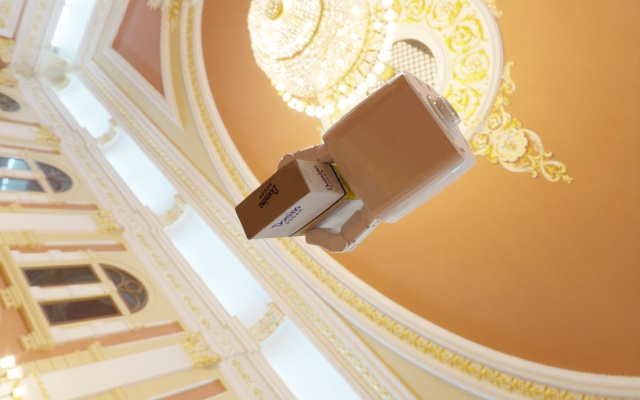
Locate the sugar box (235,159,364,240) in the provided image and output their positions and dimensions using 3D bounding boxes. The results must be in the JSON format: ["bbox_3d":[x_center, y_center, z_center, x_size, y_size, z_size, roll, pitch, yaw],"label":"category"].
[{"bbox_3d":[0.000,0.001,0.531,0.093,0.048,0.176,-37,-24,27],"label":"sugar box"}]
